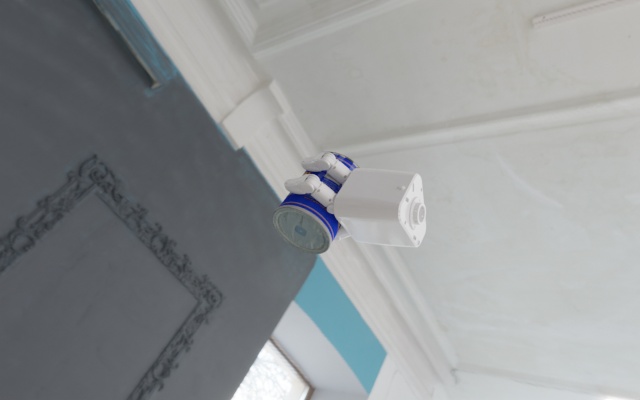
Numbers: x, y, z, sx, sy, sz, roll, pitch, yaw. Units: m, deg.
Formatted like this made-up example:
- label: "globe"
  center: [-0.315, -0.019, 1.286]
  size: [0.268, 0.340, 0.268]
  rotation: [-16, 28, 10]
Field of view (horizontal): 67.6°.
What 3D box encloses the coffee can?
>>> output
- label: "coffee can"
  center: [0.000, 0.003, 0.782]
  size: [0.103, 0.103, 0.140]
  rotation: [0, 42, 37]
